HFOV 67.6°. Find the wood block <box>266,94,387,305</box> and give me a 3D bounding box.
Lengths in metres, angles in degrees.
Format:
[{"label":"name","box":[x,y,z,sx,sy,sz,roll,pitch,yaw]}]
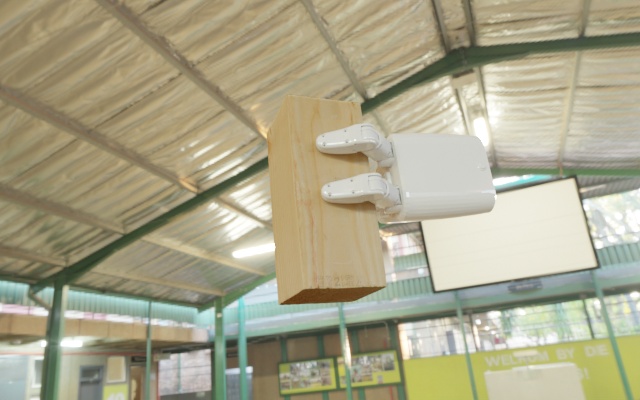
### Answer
[{"label":"wood block","box":[0.000,0.002,0.519,0.090,0.206,0.091,2,-22,-20]}]
